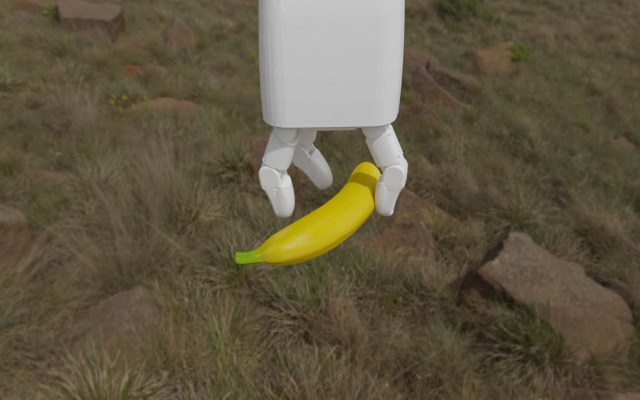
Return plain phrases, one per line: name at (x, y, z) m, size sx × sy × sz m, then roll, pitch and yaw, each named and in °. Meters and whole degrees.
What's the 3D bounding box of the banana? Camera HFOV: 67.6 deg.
banana at (0.012, 0.009, 0.452) m, size 0.069 × 0.037 × 0.197 m, roll 22°, pitch 39°, yaw 35°
